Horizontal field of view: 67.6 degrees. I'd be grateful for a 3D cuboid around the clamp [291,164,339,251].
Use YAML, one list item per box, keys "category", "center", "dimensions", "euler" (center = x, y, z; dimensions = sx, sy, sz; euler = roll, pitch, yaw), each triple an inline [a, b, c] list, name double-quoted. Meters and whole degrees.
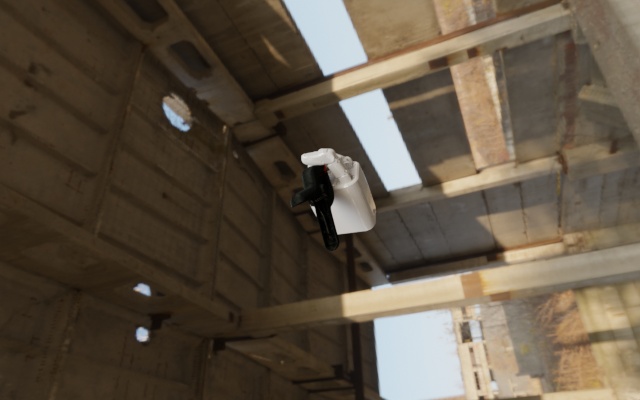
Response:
- category: "clamp"
  center: [0.000, 0.003, 0.806]
  dimensions: [0.039, 0.120, 0.171]
  euler: [-18, 26, 20]
